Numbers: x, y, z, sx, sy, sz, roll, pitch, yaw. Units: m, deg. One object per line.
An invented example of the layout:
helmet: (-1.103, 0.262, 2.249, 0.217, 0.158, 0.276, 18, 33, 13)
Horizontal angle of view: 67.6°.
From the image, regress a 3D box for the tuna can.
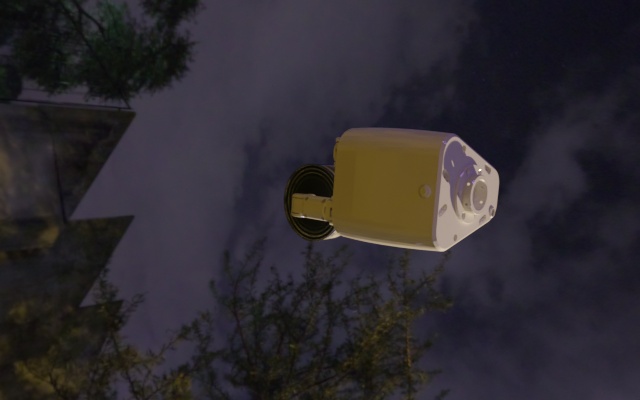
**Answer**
tuna can: (0.000, 0.002, 0.536, 0.086, 0.086, 0.034, 0, 3, 42)
